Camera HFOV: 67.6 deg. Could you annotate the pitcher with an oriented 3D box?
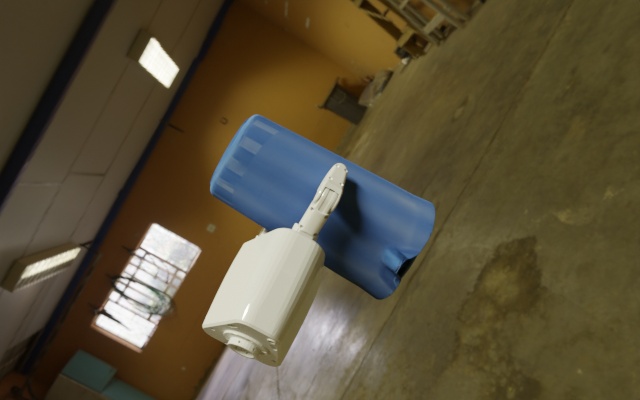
[{"bbox_3d":[0.000,0.002,0.572,0.243,0.145,0.149,30,-33,-7],"label":"pitcher"}]
